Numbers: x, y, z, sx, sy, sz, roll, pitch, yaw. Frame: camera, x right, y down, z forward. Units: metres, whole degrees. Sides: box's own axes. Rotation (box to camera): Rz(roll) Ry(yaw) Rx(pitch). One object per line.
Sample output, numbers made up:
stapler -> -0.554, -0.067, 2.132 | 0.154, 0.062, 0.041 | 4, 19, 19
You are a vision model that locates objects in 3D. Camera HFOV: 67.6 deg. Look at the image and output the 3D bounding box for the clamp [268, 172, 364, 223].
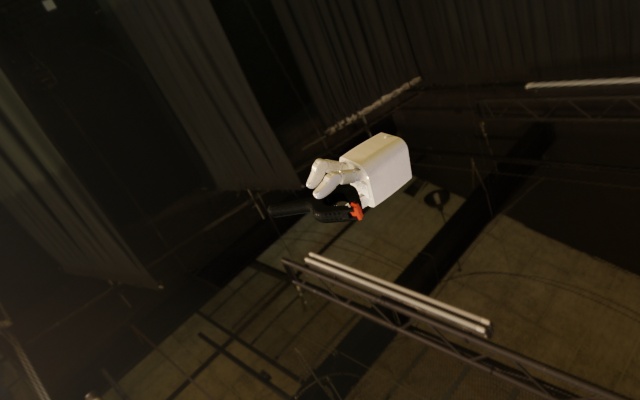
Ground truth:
clamp -> 0.001, 0.004, 0.893 | 0.164, 0.036, 0.210 | -36, 30, -14
